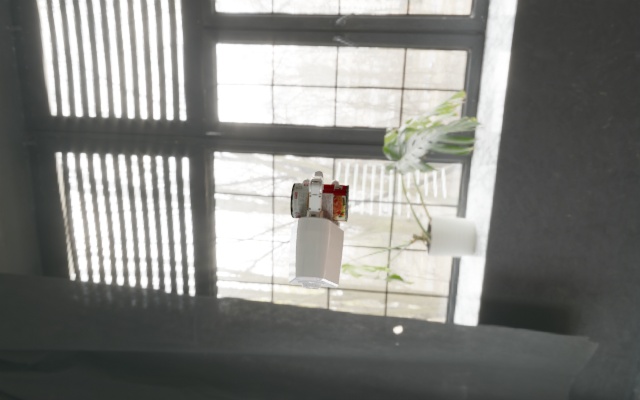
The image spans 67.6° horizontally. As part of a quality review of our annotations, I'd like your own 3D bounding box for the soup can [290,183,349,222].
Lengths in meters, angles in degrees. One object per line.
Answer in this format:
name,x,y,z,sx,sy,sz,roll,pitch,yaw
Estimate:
soup can,0.000,0.002,0.869,0.102,0.068,0.068,3,0,5
